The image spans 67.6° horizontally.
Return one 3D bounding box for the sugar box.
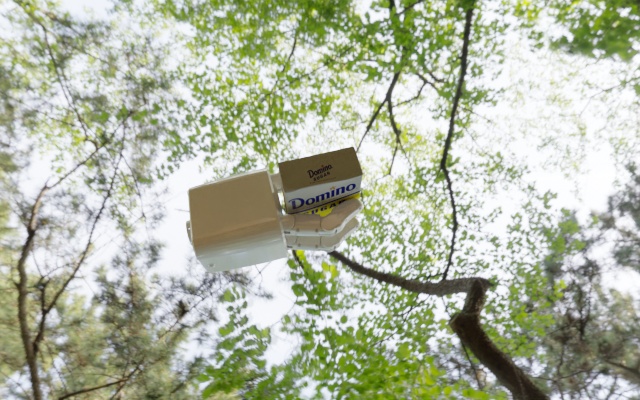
[{"bbox_3d":[0.000,0.003,0.611,0.093,0.048,0.176,-13,-22,-5],"label":"sugar box"}]
